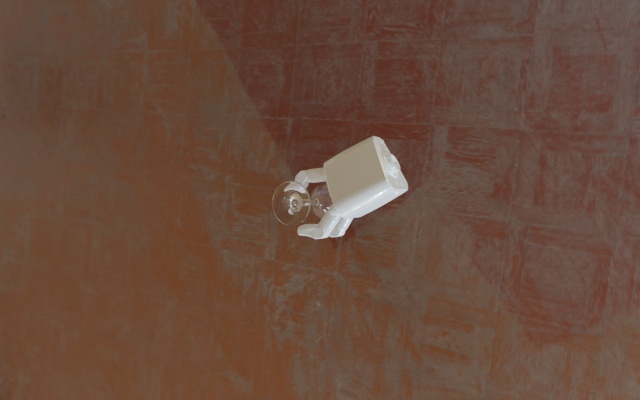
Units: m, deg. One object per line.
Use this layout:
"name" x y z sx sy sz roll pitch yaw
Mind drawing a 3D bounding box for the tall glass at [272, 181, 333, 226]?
"tall glass" 0.000 0.003 0.874 0.079 0.079 0.201 0 1 29
